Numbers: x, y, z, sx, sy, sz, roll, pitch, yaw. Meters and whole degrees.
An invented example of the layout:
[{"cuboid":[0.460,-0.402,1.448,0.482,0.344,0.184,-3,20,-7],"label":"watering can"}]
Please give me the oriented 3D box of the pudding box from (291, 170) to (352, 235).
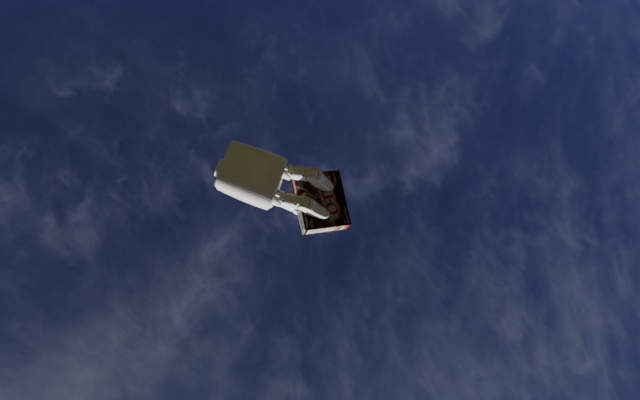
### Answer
[{"cuboid":[0.000,0.003,0.881,0.090,0.113,0.039,-6,-17,-18],"label":"pudding box"}]
